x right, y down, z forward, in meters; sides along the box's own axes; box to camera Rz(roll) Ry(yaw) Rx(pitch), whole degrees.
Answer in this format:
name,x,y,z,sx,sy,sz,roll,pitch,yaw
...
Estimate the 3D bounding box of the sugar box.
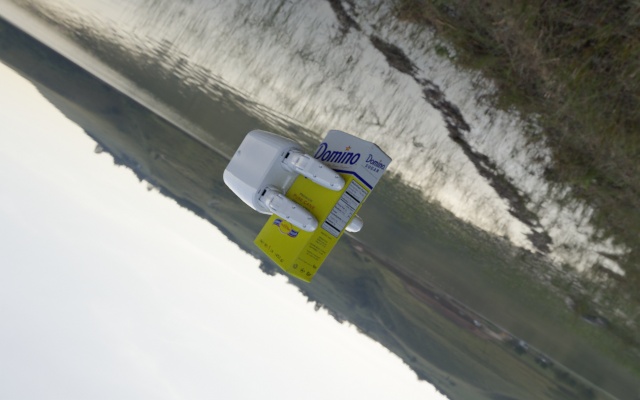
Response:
name,x,y,z,sx,sy,sz,roll,pitch,yaw
sugar box,0.000,0.002,0.575,0.048,0.176,0.093,33,-2,-38
